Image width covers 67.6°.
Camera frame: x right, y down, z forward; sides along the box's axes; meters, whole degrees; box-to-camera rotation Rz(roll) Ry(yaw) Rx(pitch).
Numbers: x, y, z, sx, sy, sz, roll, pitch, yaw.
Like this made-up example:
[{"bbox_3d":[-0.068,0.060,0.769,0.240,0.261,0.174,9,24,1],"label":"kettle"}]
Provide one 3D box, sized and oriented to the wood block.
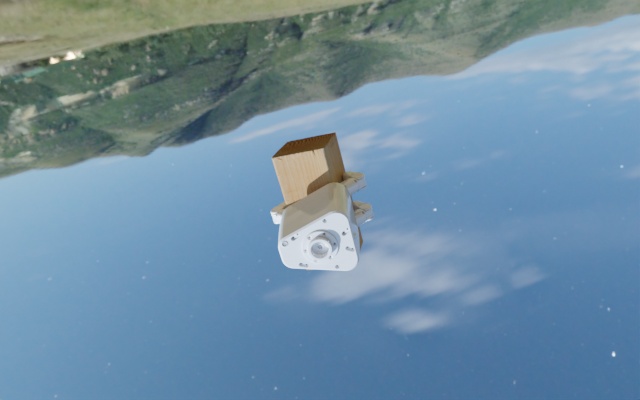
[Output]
[{"bbox_3d":[0.000,0.003,0.800,0.091,0.206,0.090,-8,22,18],"label":"wood block"}]
